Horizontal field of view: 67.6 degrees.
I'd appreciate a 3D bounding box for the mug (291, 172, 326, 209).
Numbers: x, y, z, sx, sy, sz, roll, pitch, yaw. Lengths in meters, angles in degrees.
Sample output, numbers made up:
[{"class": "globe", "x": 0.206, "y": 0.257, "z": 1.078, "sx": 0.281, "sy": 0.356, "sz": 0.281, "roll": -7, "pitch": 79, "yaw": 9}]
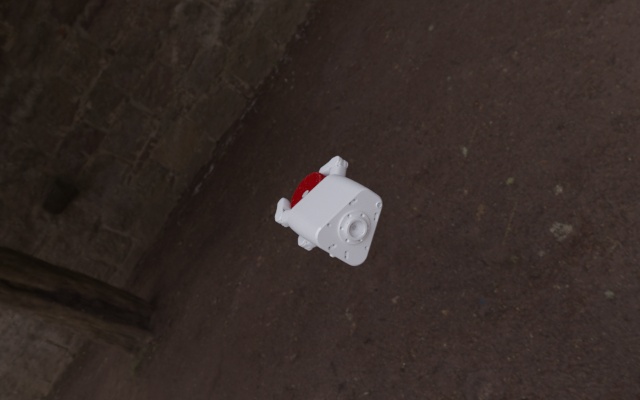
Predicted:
[{"class": "mug", "x": -0.001, "y": 0.002, "z": 0.812, "sx": 0.081, "sy": 0.093, "sz": 0.117, "roll": 32, "pitch": -1, "yaw": -27}]
